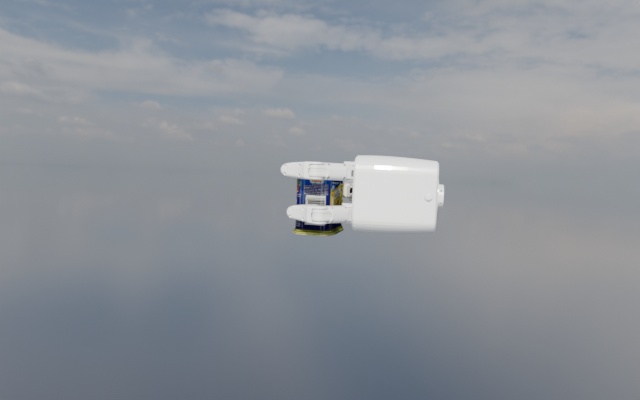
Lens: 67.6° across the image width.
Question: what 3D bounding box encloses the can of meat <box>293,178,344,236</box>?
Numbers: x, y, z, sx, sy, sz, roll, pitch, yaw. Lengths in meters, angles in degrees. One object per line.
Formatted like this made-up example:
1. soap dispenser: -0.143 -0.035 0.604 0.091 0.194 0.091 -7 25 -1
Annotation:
1. can of meat: 0.000 0.002 0.667 0.057 0.084 0.102 3 3 13
